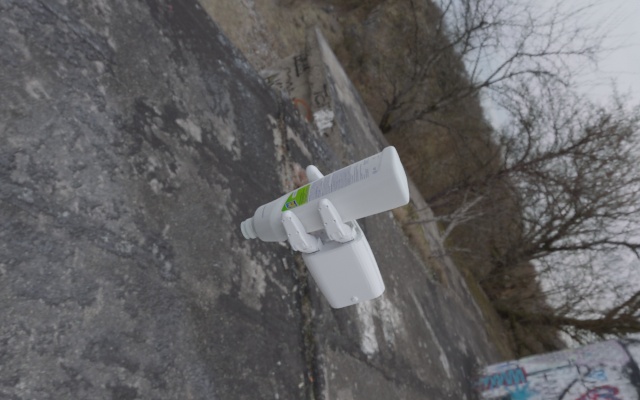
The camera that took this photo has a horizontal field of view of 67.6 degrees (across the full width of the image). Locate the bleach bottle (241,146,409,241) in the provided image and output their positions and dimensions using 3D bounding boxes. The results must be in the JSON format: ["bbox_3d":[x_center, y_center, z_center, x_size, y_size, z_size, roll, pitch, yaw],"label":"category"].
[{"bbox_3d":[0.000,0.002,0.703,0.251,0.068,0.102,-19,24,16],"label":"bleach bottle"}]
